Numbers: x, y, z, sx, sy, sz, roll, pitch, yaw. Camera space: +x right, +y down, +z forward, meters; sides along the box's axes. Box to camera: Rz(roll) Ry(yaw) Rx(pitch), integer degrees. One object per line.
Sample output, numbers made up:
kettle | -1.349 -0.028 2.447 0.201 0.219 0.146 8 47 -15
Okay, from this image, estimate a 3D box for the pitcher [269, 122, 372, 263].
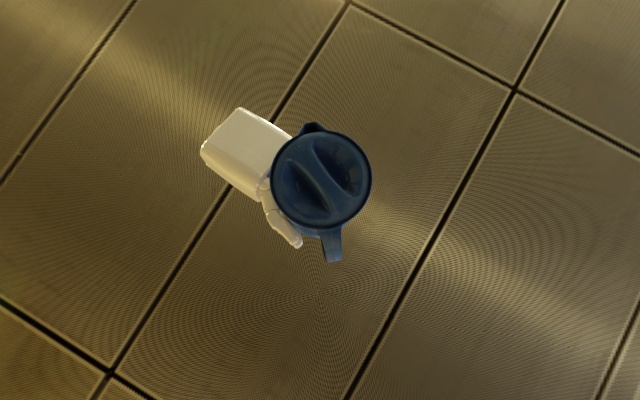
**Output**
pitcher | 0.000 0.002 0.725 0.145 0.149 0.243 33 -9 5
